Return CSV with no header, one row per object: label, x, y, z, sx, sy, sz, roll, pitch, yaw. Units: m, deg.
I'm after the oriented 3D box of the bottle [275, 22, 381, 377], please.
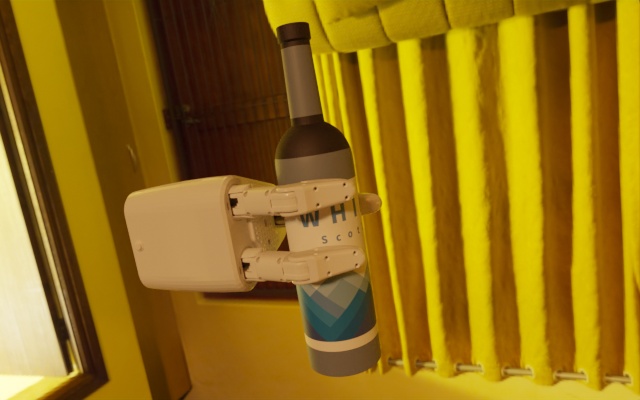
bottle,0.000,0.002,0.413,0.069,0.296,0.069,-9,10,2
